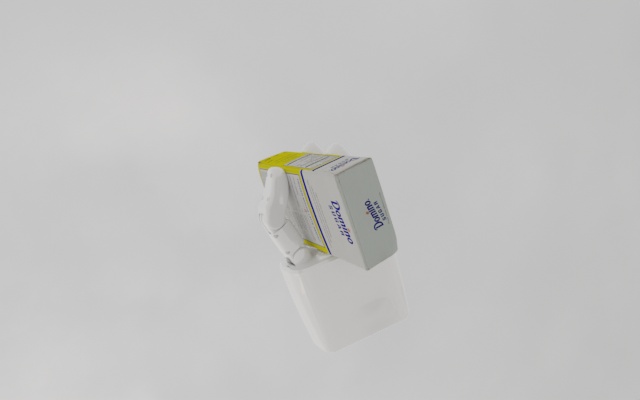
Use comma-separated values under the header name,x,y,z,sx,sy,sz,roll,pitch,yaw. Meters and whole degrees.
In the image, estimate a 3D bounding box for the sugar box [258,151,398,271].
name,x,y,z,sx,sy,sz,roll,pitch,yaw
sugar box,0.001,0.001,0.476,0.048,0.093,0.176,-28,20,-25
